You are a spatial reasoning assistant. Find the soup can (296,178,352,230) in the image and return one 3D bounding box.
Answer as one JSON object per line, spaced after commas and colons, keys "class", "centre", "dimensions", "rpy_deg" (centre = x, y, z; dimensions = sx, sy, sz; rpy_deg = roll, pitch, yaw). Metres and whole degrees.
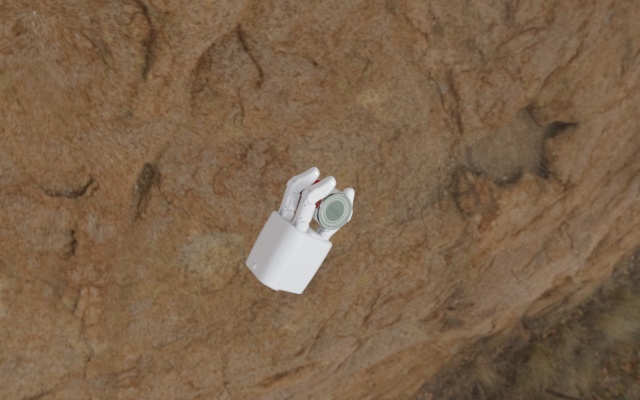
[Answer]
{"class": "soup can", "centre": [0.001, 0.002, 0.827], "dimensions": [0.068, 0.068, 0.102], "rpy_deg": [0, 19, -31]}
